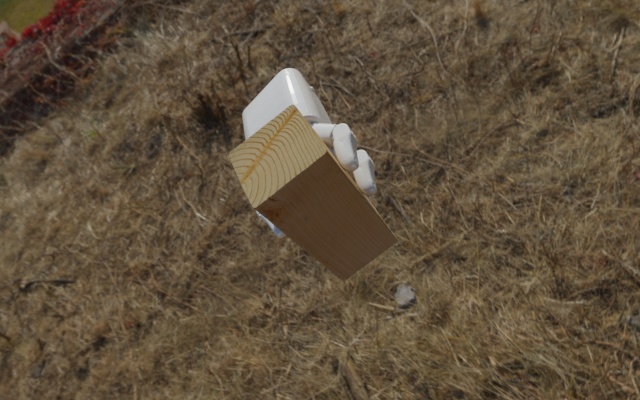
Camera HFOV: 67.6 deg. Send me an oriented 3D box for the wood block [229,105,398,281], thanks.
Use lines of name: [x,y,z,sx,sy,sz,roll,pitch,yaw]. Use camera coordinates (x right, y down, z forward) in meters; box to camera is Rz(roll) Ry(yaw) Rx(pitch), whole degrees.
wood block: [0.000,0.002,0.550,0.091,0.090,0.206,-37,-40,6]
